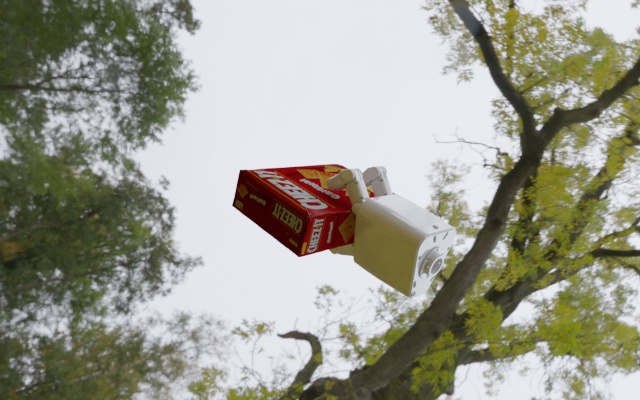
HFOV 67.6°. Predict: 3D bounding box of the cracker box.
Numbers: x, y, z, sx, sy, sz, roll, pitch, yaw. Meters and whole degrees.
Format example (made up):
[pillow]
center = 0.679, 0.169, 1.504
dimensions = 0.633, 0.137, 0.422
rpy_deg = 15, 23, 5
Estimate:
[cracker box]
center = 0.000, 0.003, 0.741
dimensions = 0.213, 0.072, 0.164
rpy_deg = -7, 30, -45
